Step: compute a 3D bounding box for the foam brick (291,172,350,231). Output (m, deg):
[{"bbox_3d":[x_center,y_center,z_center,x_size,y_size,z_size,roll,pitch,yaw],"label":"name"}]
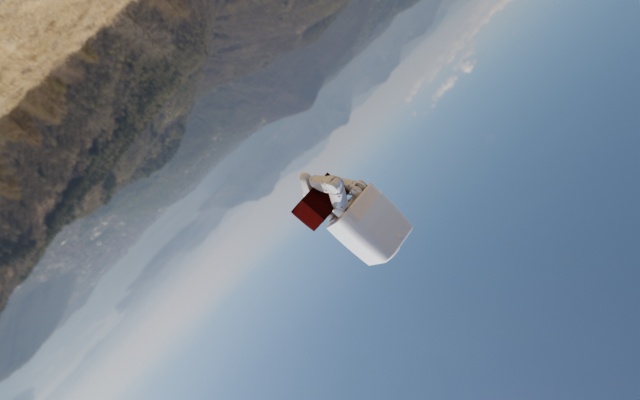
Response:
[{"bbox_3d":[0.000,0.003,0.795,0.078,0.051,0.053,-47,0,-33],"label":"foam brick"}]
